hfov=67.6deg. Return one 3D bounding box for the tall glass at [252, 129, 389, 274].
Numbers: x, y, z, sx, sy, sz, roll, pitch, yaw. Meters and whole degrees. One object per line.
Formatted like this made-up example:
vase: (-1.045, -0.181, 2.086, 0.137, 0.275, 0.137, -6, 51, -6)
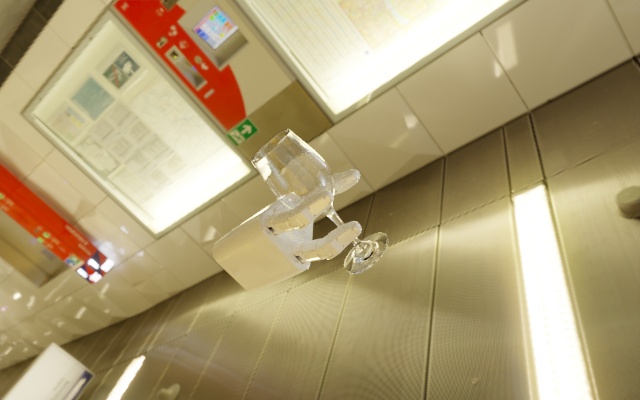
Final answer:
tall glass: (0.001, 0.002, 0.621, 0.079, 0.201, 0.079, -36, 20, 15)
